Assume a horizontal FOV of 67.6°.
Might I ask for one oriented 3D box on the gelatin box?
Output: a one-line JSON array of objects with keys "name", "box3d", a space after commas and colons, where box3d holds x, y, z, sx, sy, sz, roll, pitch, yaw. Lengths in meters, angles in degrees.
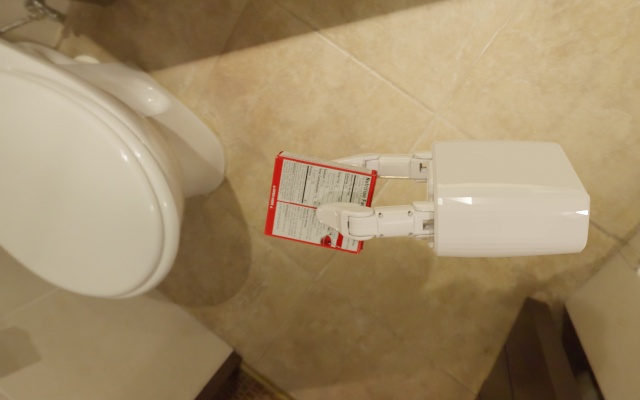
[{"name": "gelatin box", "box3d": [0.000, 0.001, 0.420, 0.089, 0.073, 0.030, 11, 16, 4]}]
